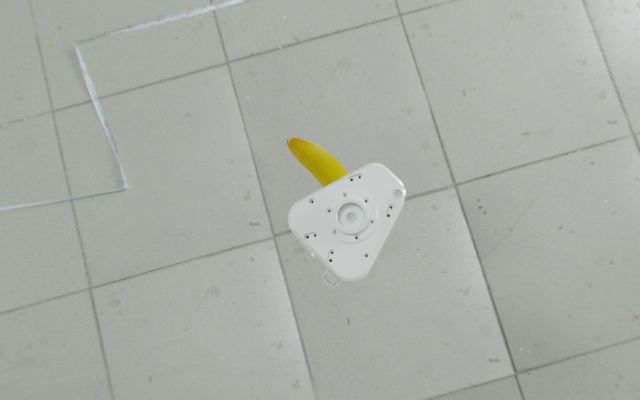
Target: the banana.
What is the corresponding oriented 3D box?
[{"bbox_3d":[0.019,-0.001,0.624,0.069,0.198,0.037,-20,-7,4],"label":"banana"}]
